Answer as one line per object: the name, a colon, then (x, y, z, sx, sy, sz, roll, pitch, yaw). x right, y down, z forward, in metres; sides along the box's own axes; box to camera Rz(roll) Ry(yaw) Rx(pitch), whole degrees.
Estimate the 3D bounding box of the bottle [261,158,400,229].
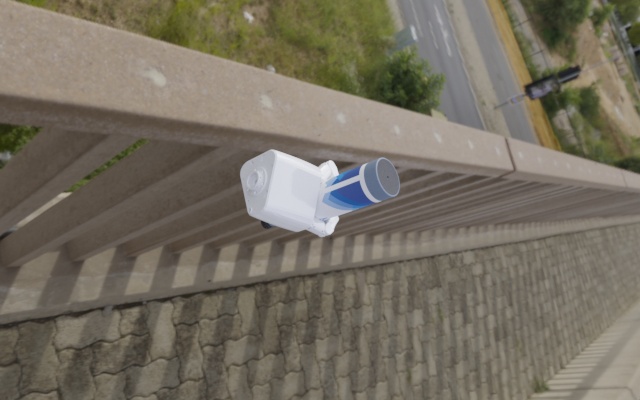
bottle: (0.000, 0.003, 0.857, 0.296, 0.069, 0.069, -20, -13, 38)
